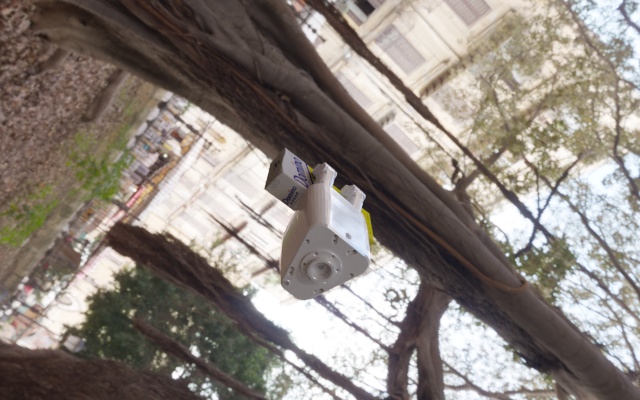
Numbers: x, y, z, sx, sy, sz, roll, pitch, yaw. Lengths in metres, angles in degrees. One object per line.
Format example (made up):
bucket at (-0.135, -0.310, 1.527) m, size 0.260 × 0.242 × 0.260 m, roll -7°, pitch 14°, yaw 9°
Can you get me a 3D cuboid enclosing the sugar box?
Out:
sugar box at (0.001, 0.002, 0.713) m, size 0.176 × 0.048 × 0.093 m, roll 40°, pitch 20°, yaw -19°
